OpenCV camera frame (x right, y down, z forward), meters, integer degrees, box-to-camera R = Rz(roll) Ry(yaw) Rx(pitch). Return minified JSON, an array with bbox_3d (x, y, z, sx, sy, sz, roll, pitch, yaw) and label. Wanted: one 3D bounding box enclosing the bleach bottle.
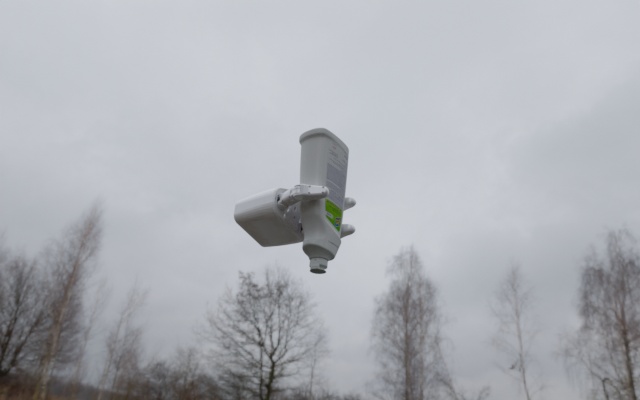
[{"bbox_3d":[0.000,0.003,0.844,0.068,0.250,0.103,-15,-32,35],"label":"bleach bottle"}]
